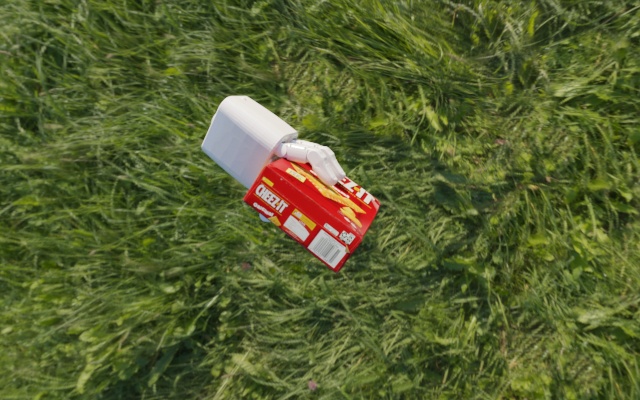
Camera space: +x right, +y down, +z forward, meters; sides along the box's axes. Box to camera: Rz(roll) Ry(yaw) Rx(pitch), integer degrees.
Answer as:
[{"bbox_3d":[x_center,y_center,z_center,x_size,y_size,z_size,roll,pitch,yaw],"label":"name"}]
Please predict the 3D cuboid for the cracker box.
[{"bbox_3d":[0.000,0.003,0.728,0.164,0.072,0.213,37,18,4],"label":"cracker box"}]
